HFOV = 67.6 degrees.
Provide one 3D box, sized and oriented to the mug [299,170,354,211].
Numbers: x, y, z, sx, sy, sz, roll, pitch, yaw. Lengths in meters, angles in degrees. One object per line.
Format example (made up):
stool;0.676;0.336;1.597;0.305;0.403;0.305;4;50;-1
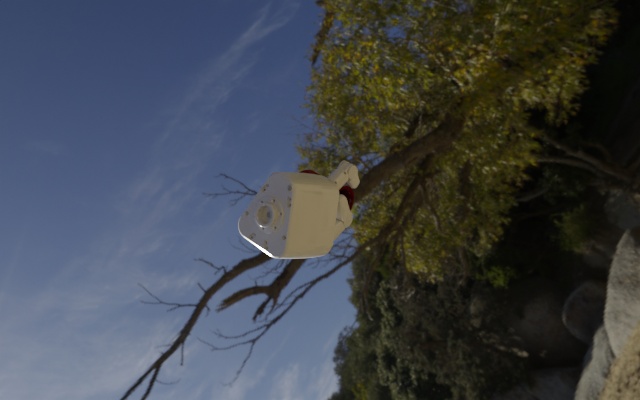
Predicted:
mug;0.001;0.002;0.775;0.081;0.093;0.117;30;14;29
